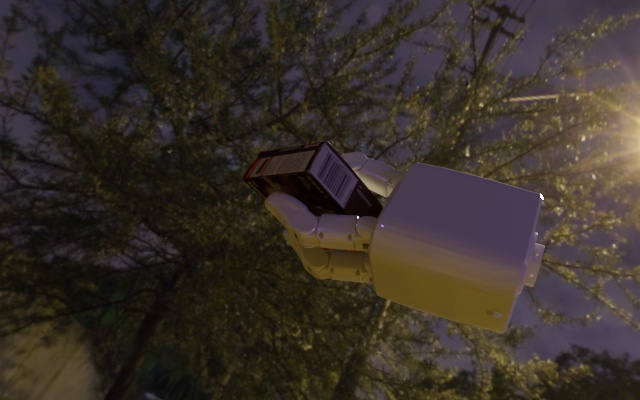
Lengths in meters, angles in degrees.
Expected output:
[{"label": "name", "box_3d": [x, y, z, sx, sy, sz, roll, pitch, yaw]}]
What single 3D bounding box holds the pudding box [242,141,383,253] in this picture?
[{"label": "pudding box", "box_3d": [0.000, 0.001, 0.422, 0.090, 0.039, 0.113, -4, -43, 46]}]
